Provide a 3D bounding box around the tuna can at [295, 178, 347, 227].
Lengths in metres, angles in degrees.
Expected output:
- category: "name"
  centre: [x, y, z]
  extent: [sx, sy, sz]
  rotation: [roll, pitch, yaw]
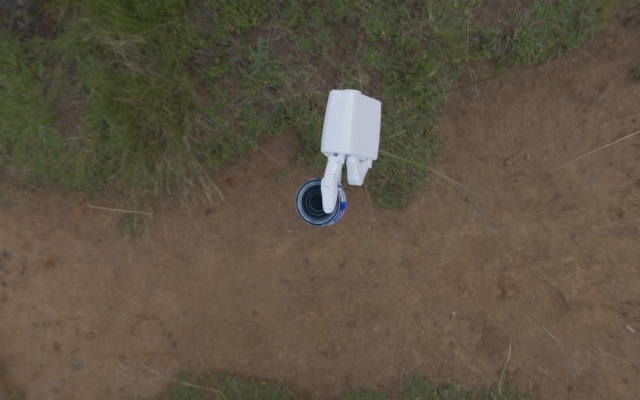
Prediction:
- category: "tuna can"
  centre: [0.000, 0.003, 0.835]
  extent: [0.086, 0.086, 0.034]
  rotation: [0, 2, 20]
